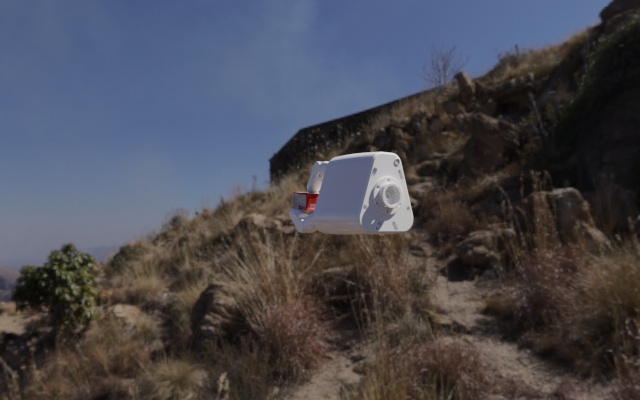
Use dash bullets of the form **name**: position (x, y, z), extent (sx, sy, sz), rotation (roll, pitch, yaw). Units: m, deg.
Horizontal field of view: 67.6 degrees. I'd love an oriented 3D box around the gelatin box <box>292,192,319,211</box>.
- **gelatin box**: position (0.000, 0.002, 0.772), extent (0.073, 0.030, 0.089), rotation (1, 2, -18)
